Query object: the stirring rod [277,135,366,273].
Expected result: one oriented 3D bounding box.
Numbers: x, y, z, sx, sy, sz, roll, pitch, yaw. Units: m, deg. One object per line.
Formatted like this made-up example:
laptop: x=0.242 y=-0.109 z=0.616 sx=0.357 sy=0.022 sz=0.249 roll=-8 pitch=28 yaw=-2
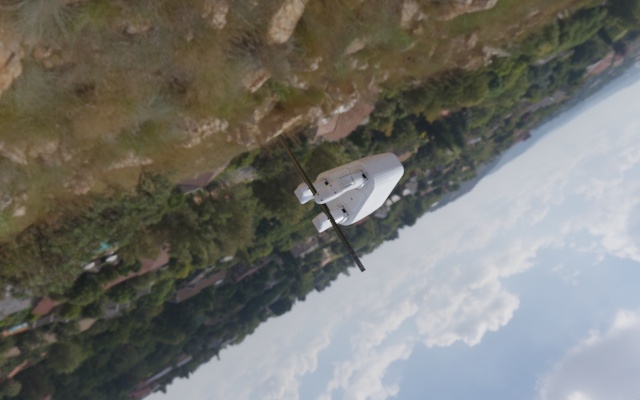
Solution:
stirring rod: x=0.000 y=0.002 z=0.714 sx=0.011 sy=0.239 sz=0.011 roll=-31 pitch=-8 yaw=-5
